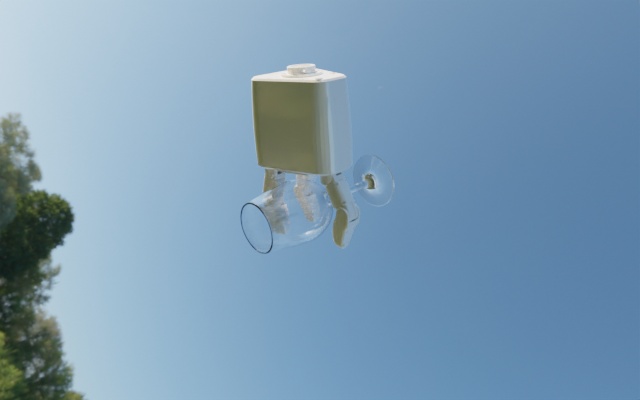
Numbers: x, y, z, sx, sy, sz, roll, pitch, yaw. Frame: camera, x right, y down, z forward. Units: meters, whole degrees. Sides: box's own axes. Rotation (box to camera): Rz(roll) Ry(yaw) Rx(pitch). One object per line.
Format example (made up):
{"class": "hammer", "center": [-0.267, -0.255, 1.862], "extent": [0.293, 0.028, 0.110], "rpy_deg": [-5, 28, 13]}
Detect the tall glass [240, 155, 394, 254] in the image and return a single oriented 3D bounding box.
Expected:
{"class": "tall glass", "center": [0.001, 0.002, 0.598], "extent": [0.201, 0.079, 0.079], "rpy_deg": [-23, 14, -38]}
